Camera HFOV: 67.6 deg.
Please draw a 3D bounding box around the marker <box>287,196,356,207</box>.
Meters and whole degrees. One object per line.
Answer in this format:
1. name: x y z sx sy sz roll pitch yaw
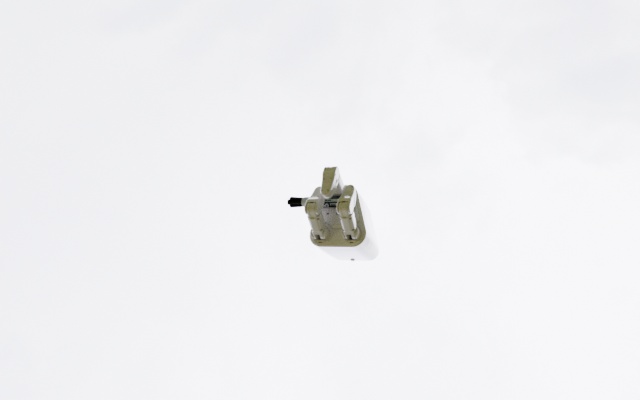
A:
1. marker: 0.000 0.003 0.801 0.121 0.020 0.020 -1 0 23
